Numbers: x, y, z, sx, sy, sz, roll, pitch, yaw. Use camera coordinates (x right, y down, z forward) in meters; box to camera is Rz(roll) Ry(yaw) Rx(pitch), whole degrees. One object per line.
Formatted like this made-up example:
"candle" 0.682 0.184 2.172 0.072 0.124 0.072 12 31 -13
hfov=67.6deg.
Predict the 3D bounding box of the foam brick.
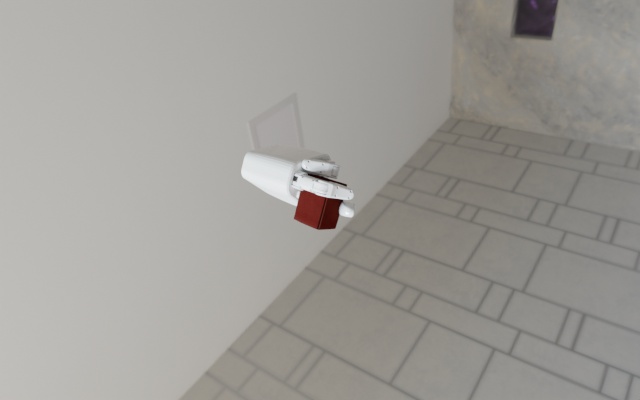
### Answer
"foam brick" 0.000 0.003 0.758 0.051 0.078 0.053 18 7 32
